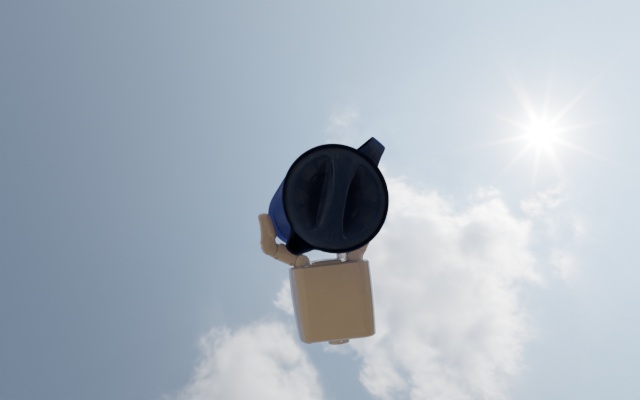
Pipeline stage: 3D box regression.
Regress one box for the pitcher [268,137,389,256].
[{"bbox_3d":[0.000,0.002,0.681,0.149,0.145,0.243,-6,-5,-14],"label":"pitcher"}]
